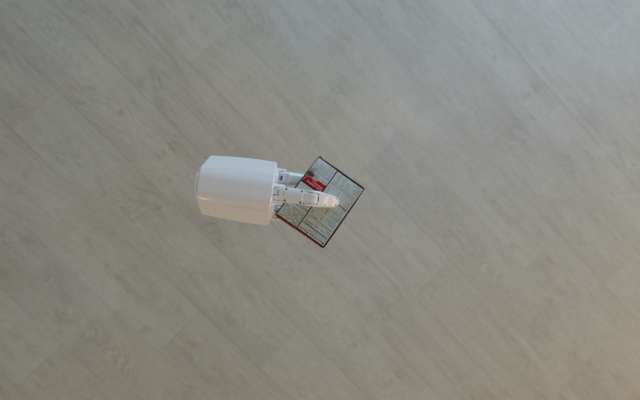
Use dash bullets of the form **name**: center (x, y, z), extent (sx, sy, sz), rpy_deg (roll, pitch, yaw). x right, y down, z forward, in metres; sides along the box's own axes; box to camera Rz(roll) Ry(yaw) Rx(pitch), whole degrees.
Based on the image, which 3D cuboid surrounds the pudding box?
- **pudding box**: center (0.000, 0.002, 0.725), extent (0.090, 0.113, 0.039), rpy_deg (36, -2, -2)
